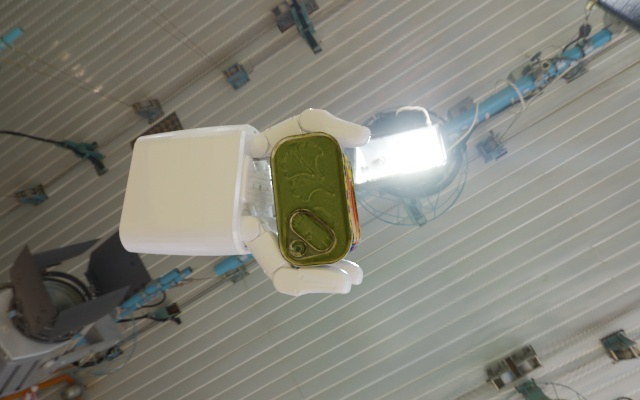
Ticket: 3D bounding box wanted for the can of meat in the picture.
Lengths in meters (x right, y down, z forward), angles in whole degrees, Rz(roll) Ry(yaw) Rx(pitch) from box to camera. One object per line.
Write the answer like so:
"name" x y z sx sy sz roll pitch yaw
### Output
"can of meat" 0.000 0.001 0.403 0.057 0.102 0.084 -7 -5 11
